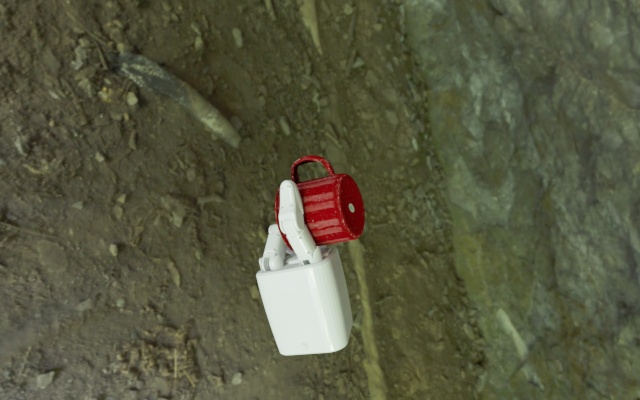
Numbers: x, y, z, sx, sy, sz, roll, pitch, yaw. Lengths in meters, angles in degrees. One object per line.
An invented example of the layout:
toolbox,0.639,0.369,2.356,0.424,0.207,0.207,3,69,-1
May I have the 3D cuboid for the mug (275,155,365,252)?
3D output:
mug,0.000,0.000,0.583,0.081,0.117,0.093,-12,5,26
